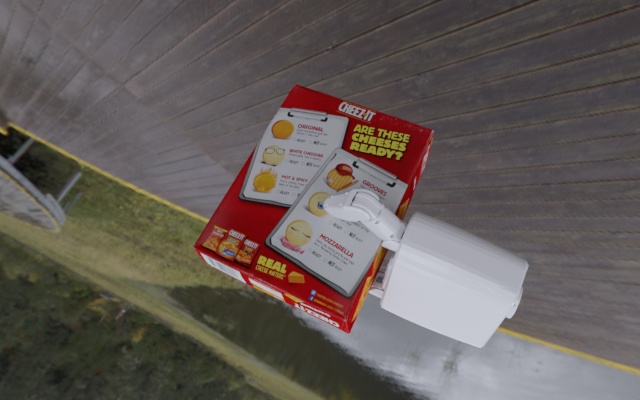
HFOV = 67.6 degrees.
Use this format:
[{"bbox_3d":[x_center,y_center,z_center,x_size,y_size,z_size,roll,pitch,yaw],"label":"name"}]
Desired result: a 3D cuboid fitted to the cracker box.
[{"bbox_3d":[0.000,0.002,0.493,0.164,0.213,0.072,22,-22,15],"label":"cracker box"}]
